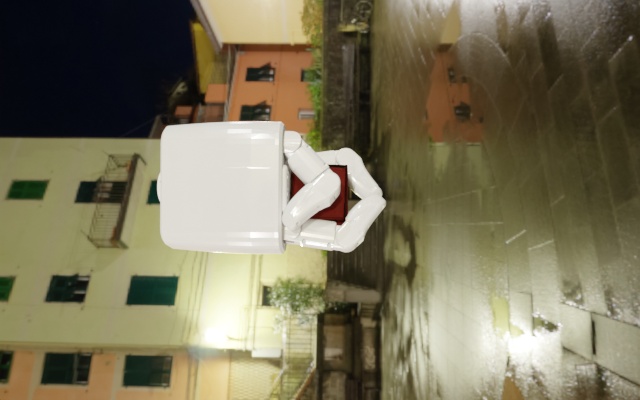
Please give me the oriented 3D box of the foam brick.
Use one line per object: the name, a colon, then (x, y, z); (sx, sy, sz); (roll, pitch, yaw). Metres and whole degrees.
foam brick: (0.000, 0.002, 0.462); (0.051, 0.053, 0.078); (0, -17, 2)
